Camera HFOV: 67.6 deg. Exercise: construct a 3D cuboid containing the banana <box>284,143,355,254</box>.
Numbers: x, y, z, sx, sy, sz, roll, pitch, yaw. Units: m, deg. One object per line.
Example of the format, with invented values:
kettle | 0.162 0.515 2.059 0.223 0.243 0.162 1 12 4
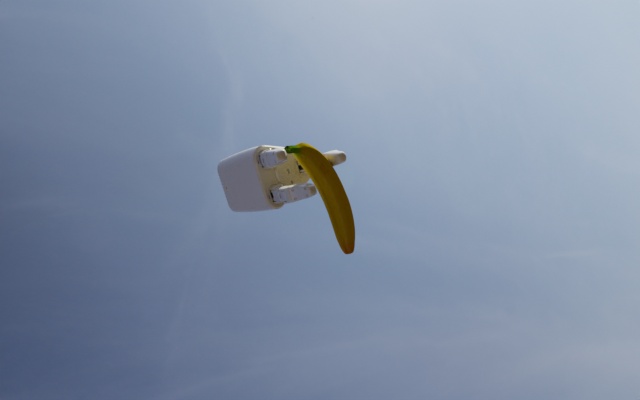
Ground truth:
banana | 0.007 -0.012 0.703 0.037 0.198 0.069 -9 33 42
